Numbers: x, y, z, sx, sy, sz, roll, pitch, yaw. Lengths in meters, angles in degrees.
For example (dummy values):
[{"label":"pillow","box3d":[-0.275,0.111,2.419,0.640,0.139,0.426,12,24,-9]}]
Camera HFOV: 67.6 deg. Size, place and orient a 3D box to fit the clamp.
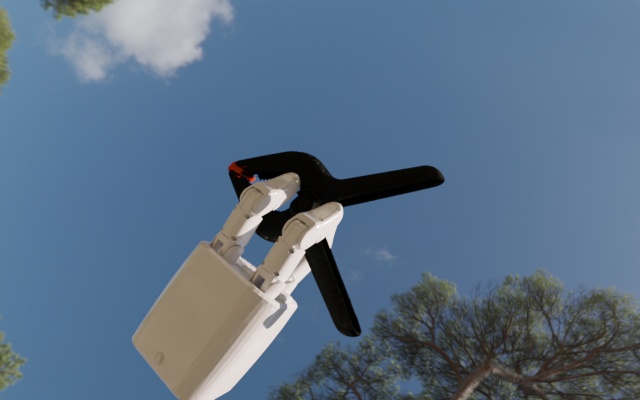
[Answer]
[{"label":"clamp","box3d":[0.000,0.002,0.455,0.210,0.164,0.036,34,-4,29]}]
